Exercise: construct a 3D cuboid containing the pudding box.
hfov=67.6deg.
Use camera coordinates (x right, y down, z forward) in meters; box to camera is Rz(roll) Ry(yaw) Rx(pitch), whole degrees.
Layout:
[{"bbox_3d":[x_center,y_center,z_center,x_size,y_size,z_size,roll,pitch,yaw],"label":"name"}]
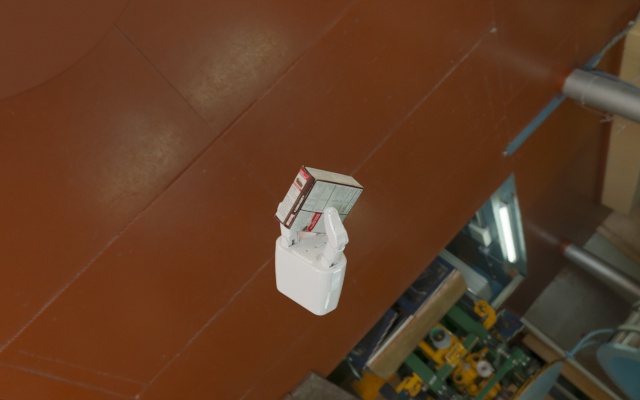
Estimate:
[{"bbox_3d":[0.000,0.002,0.702,0.113,0.090,0.039,8,28,-49],"label":"pudding box"}]
